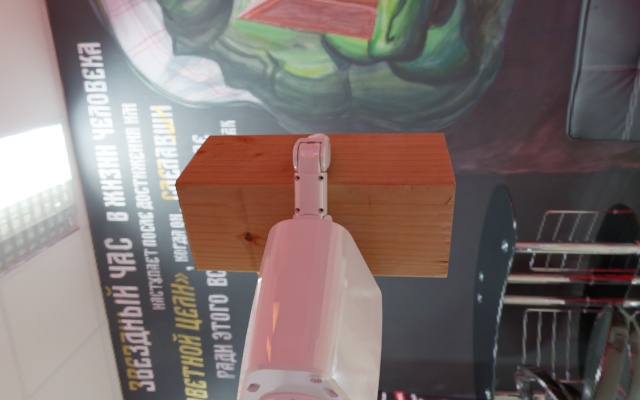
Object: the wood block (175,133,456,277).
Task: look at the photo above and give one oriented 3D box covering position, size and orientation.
[{"bbox_3d":[0.000,0.001,0.402,0.206,0.091,0.090,1,32,7],"label":"wood block"}]
